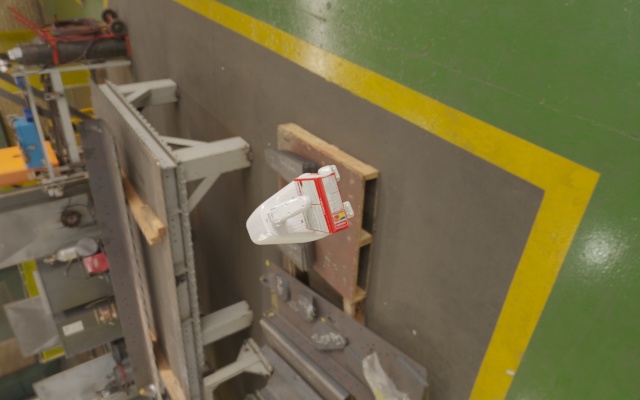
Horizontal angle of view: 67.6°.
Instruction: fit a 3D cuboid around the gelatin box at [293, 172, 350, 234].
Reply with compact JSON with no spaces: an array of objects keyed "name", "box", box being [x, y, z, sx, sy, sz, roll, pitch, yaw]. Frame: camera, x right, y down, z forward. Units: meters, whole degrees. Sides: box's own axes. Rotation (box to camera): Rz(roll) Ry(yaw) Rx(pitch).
[{"name":"gelatin box","box":[0.000,0.002,0.622,0.030,0.073,0.089,-19,8,-20]}]
